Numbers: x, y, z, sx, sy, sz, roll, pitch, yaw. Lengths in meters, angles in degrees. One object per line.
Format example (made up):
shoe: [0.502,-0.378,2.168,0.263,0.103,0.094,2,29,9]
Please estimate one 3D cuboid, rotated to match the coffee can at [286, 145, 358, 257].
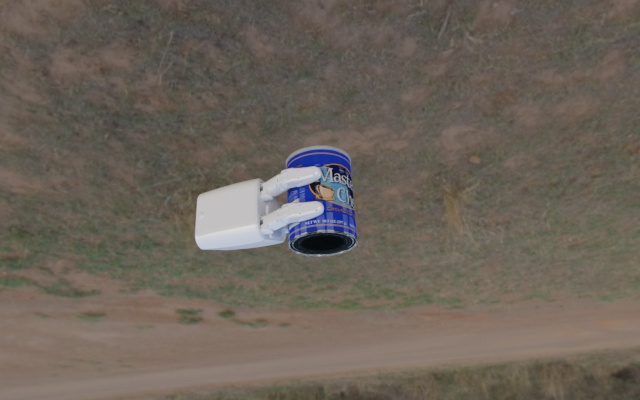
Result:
coffee can: [0.000,0.002,0.725,0.103,0.140,0.103,-3,-25,-1]
